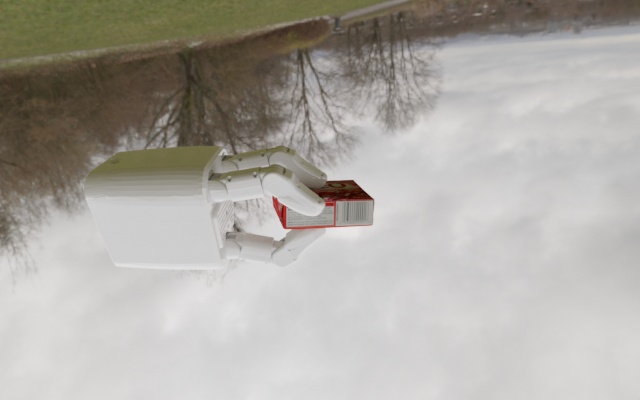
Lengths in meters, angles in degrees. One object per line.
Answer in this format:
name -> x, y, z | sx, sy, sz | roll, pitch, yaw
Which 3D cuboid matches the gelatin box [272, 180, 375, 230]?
gelatin box -> 0.000, 0.002, 0.470 | 0.089, 0.030, 0.073 | -2, 17, -12
